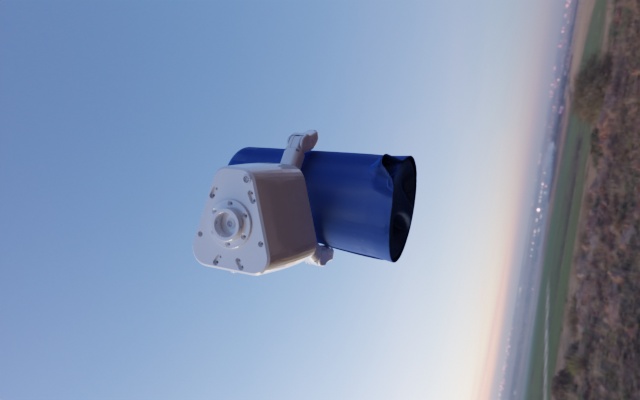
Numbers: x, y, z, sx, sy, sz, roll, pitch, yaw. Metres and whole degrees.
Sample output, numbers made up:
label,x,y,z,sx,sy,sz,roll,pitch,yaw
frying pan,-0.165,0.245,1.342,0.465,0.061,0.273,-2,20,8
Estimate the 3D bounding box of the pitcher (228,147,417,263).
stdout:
label,x,y,z,sx,sy,sz,roll,pitch,yaw
pitcher,0.000,0.002,0.636,0.243,0.149,0.145,9,7,22
